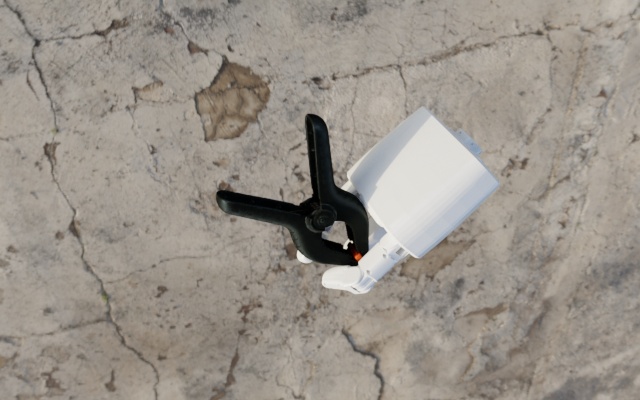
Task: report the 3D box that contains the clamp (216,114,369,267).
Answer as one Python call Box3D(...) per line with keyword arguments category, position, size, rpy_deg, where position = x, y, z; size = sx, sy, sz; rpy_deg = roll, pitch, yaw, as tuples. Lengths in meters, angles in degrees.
Box3D(category="clamp", position=(0.000, 0.002, 0.459), size=(0.171, 0.120, 0.039), rpy_deg=(37, 16, -34))
